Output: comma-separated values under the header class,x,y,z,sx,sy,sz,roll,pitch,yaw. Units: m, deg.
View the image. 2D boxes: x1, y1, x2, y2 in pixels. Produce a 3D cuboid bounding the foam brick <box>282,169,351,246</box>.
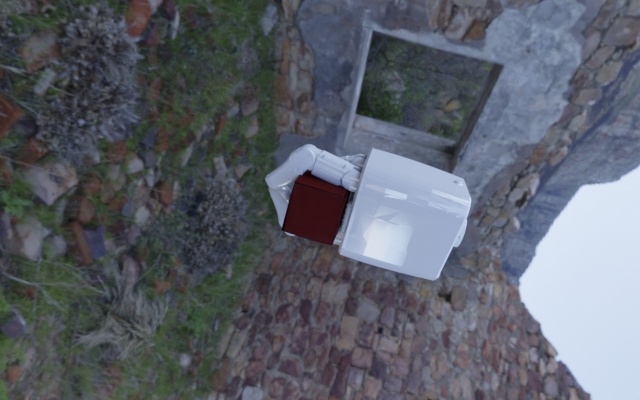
class,x,y,z,sx,sy,sz,roll,pitch,yaw
foam brick,0.000,0.002,0.477,0.051,0.053,0.078,18,21,5
